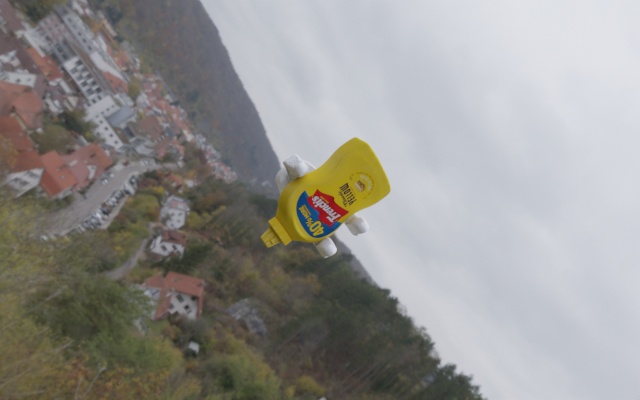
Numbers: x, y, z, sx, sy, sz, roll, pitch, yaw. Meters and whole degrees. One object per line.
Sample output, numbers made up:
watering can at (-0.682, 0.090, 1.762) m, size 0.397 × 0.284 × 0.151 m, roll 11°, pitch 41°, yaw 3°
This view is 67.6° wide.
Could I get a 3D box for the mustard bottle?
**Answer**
mustard bottle at (0.000, 0.002, 0.661) m, size 0.191 × 0.096 × 0.058 m, roll -35°, pitch 32°, yaw -7°
